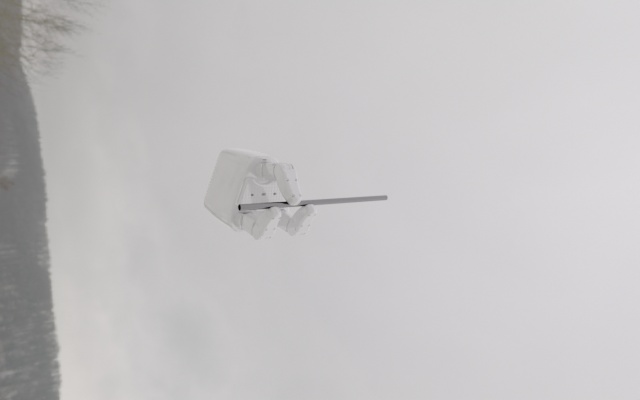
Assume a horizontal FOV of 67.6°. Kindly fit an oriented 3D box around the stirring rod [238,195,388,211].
[{"bbox_3d":[0.000,0.002,0.645,0.239,0.011,0.011,-4,2,-35],"label":"stirring rod"}]
